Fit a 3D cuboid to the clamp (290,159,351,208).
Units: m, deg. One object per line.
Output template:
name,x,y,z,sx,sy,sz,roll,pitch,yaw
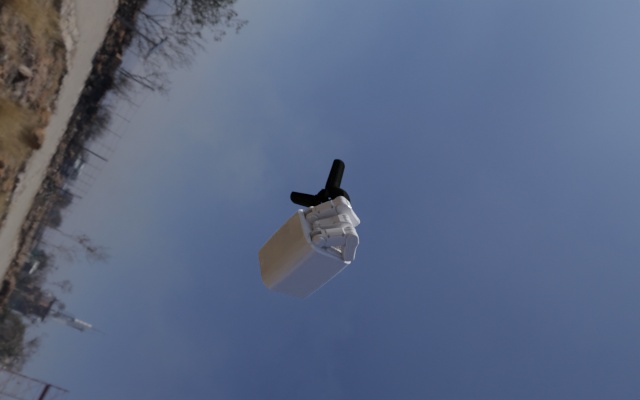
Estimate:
clamp,0.001,0.003,0.839,0.120,0.039,0.171,-37,30,19
